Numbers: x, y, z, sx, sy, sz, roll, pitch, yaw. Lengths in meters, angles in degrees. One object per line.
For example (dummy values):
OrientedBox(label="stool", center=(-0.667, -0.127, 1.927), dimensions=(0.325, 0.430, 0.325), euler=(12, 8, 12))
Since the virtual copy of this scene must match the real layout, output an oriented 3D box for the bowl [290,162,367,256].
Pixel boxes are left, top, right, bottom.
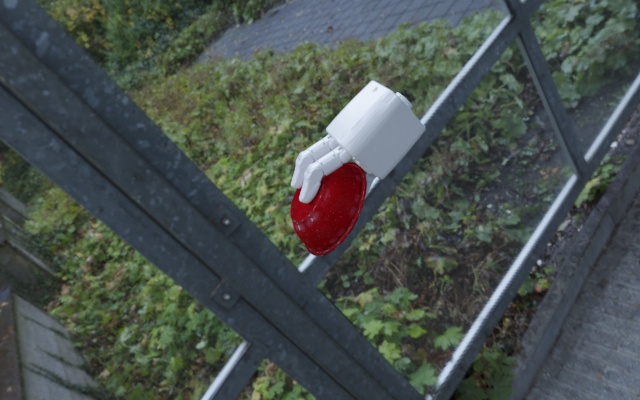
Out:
OrientedBox(label="bowl", center=(-0.001, 0.003, 0.746), dimensions=(0.055, 0.162, 0.162), euler=(26, -12, -27))
